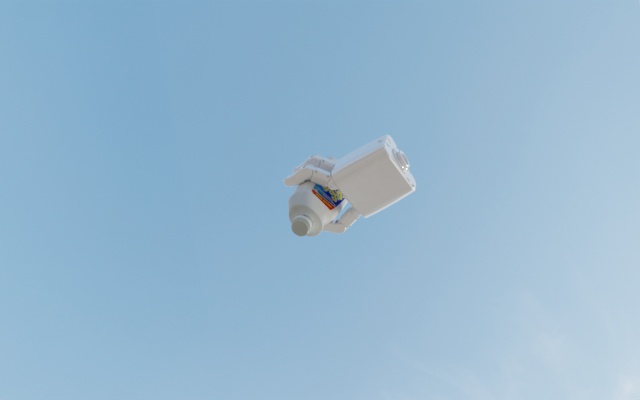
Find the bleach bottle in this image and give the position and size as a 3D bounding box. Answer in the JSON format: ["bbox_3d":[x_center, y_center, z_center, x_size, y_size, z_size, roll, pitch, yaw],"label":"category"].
[{"bbox_3d":[0.000,0.003,0.866,0.068,0.102,0.250,-31,12,23],"label":"bleach bottle"}]
